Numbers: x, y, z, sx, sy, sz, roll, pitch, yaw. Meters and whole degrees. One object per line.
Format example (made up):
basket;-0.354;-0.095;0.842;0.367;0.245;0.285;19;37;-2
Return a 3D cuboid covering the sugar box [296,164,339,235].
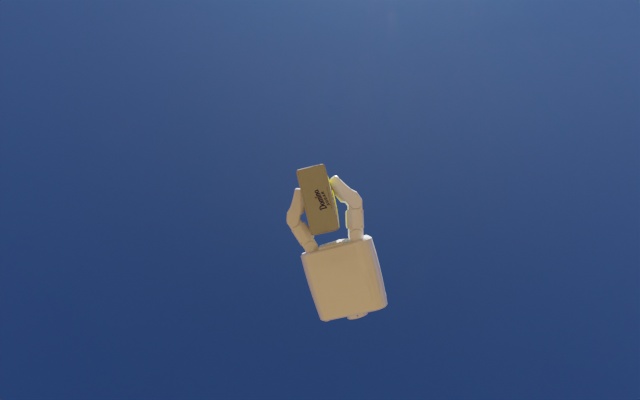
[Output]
sugar box;0.001;0.002;0.721;0.048;0.093;0.176;-13;-2;-1
